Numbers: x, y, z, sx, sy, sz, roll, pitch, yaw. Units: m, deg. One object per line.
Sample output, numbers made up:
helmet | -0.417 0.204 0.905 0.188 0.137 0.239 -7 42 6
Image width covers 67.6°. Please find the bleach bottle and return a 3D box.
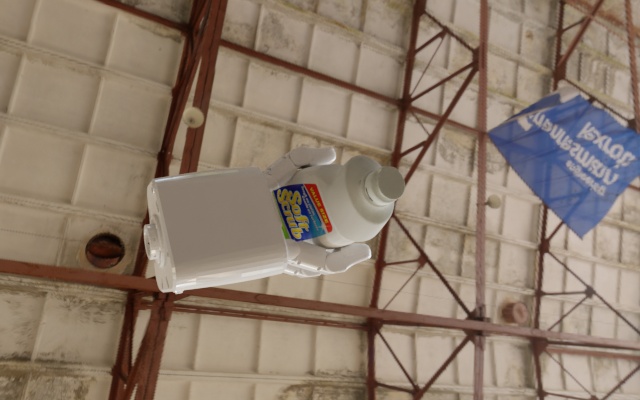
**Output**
bleach bottle | 0.000 0.002 0.505 0.068 0.102 0.251 -7 -8 -29
